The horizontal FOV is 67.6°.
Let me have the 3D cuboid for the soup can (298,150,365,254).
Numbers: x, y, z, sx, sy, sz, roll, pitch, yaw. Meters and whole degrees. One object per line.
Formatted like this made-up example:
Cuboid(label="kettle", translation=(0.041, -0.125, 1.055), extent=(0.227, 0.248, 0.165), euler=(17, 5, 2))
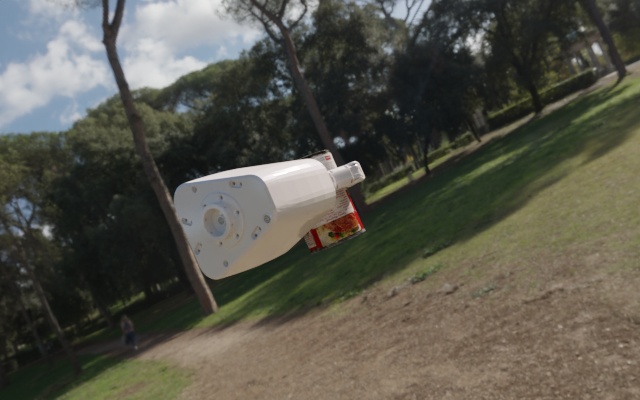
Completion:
Cuboid(label="soup can", translation=(0.000, 0.001, 0.548), extent=(0.068, 0.102, 0.068), euler=(-24, -2, -1))
